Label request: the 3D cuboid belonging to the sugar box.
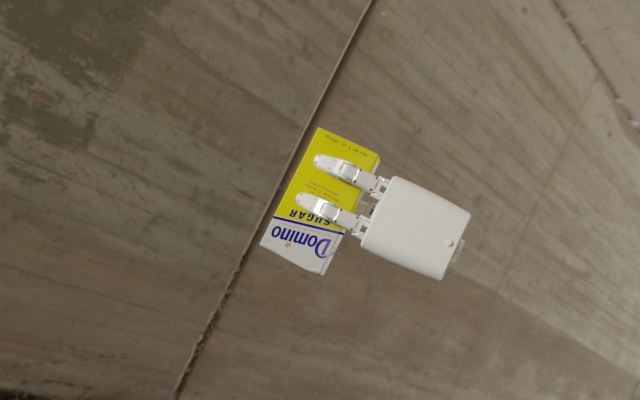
[{"bbox_3d":[0.000,0.002,0.638,0.093,0.176,0.048,25,-4,11],"label":"sugar box"}]
